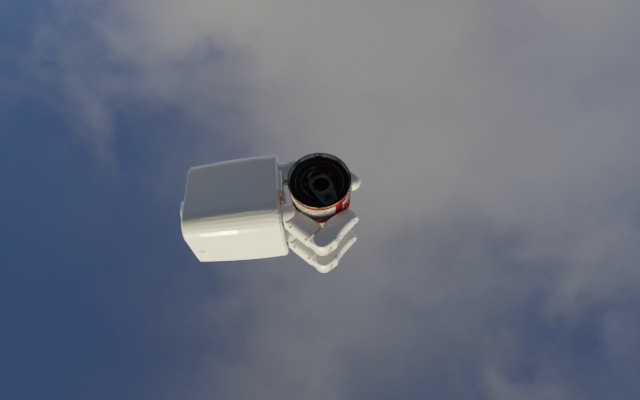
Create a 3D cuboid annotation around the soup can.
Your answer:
[{"bbox_3d":[0.001,0.002,0.546,0.068,0.068,0.102,0,-28,2],"label":"soup can"}]
